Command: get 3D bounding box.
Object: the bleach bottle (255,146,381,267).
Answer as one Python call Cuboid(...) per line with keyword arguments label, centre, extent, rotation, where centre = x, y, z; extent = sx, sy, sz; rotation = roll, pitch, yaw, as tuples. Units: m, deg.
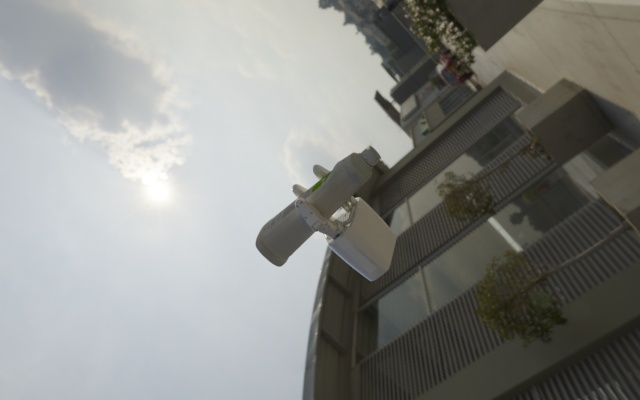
Cuboid(label="bleach bottle", centre=(0.000, 0.003, 0.810), extent=(0.251, 0.068, 0.102), rotation=(-41, 14, 20))
